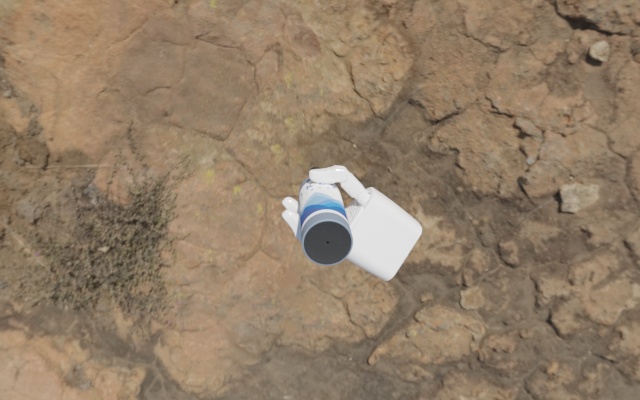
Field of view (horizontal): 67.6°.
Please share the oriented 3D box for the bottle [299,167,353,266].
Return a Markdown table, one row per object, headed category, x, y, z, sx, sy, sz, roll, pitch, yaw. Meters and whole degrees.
| category | x | y | z | sx | sy | sz | roll | pitch | yaw |
| --- | --- | --- | --- | --- | --- | --- | --- | --- | --- |
| bottle | 0.000 | 0.002 | 0.748 | 0.069 | 0.069 | 0.295 | 0 | 21 | -4 |
